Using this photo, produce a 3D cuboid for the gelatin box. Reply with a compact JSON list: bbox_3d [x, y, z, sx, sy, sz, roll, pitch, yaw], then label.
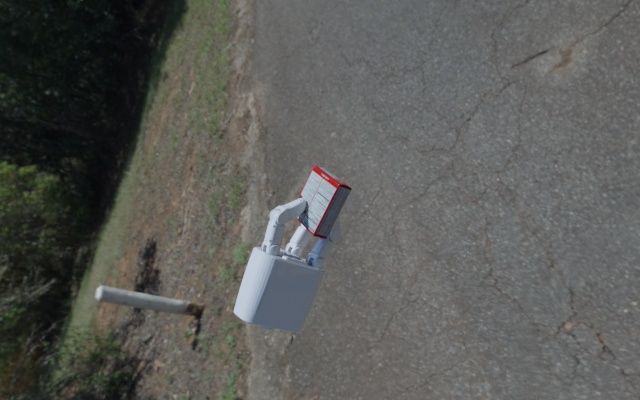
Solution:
[{"bbox_3d":[0.000,0.002,0.727,0.030,0.089,0.073,15,16,-39],"label":"gelatin box"}]
